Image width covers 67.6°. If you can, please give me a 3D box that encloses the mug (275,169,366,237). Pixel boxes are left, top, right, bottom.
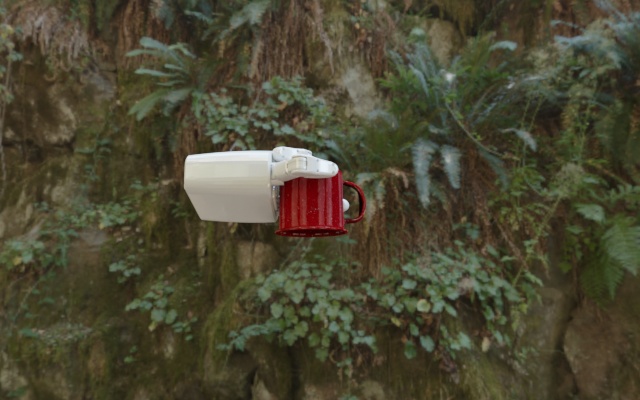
[{"bbox_3d":[0.002,0.002,0.613,0.117,0.081,0.093,-1,-10,-1],"label":"mug"}]
